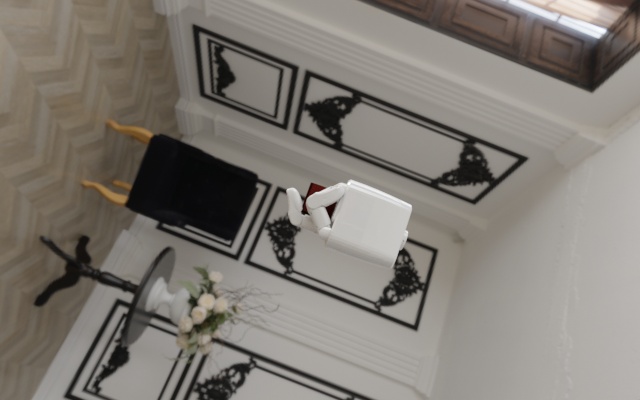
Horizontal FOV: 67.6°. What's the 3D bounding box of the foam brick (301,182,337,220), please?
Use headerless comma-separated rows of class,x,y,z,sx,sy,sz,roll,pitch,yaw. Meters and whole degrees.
foam brick,0.000,0.002,0.800,0.051,0.053,0.078,20,2,0
